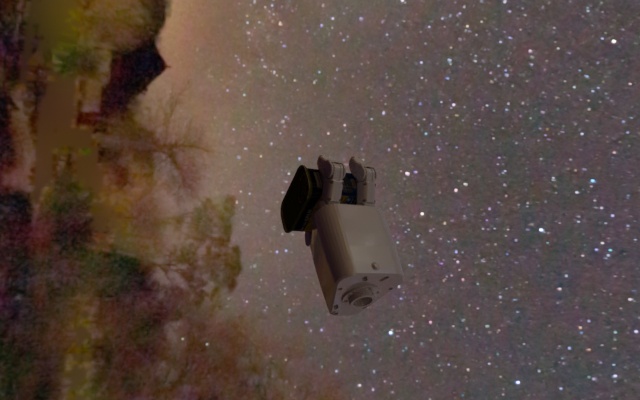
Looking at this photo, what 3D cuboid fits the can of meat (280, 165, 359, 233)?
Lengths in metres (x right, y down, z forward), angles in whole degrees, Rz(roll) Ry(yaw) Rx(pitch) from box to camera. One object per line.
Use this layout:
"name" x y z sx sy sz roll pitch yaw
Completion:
"can of meat" 0.000 0.002 0.679 0.084 0.057 0.102 5 -44 -25
